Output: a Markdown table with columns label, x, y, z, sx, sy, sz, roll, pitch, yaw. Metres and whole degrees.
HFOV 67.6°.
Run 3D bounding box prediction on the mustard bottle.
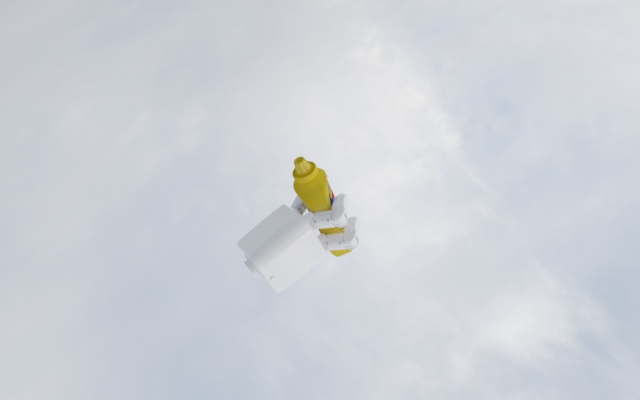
| label | x | y | z | sx | sy | sz | roll | pitch | yaw |
| --- | --- | --- | --- | --- | --- | --- | --- | --- | --- |
| mustard bottle | 0.001 | 0.003 | 0.797 | 0.058 | 0.192 | 0.096 | -22 | 40 | 7 |
